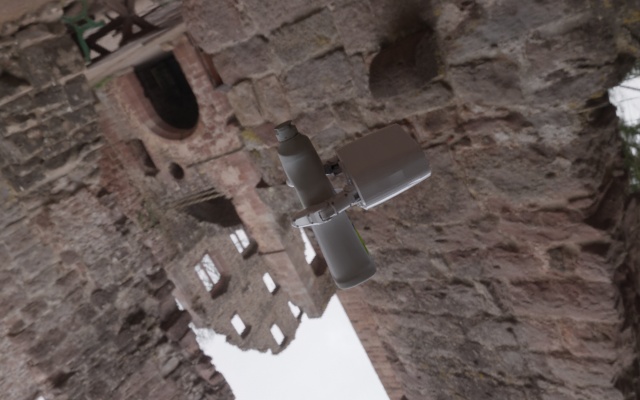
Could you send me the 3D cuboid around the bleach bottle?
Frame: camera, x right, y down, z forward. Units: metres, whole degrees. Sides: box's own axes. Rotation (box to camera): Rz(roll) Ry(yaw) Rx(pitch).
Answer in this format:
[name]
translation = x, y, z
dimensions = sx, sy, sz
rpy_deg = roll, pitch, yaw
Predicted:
[bleach bottle]
translation = 0.000, 0.002, 0.702
dimensions = 0.068, 0.251, 0.102
rpy_deg = -26, 20, 0
